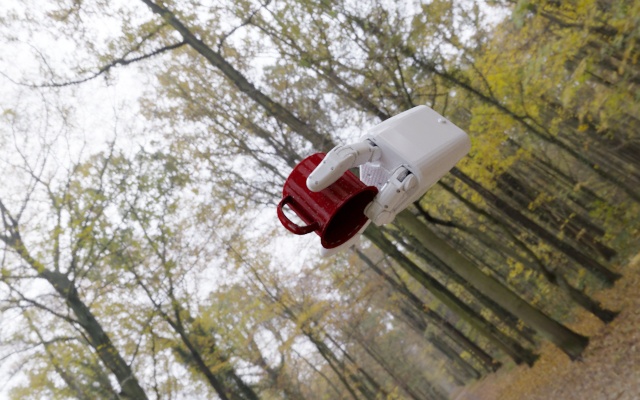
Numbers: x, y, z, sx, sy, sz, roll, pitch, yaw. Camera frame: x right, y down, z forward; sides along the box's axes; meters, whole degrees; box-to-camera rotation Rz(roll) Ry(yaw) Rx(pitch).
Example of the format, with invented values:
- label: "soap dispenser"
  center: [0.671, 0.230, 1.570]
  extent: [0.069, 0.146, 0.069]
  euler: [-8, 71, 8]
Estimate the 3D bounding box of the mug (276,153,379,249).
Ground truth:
- label: "mug"
  center: [-0.001, 0.002, 0.562]
  extent: [0.117, 0.093, 0.081]
  euler: [-30, 59, -31]
